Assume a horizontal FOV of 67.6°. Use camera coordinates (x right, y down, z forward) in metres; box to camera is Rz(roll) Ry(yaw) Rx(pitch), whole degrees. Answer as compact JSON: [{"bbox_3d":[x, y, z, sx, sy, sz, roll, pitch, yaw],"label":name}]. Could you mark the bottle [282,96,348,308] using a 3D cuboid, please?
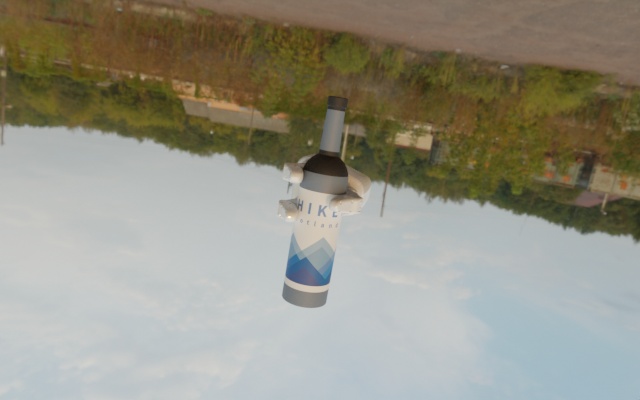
[{"bbox_3d":[0.000,0.002,0.676,0.069,0.296,0.069,9,11,-2],"label":"bottle"}]
